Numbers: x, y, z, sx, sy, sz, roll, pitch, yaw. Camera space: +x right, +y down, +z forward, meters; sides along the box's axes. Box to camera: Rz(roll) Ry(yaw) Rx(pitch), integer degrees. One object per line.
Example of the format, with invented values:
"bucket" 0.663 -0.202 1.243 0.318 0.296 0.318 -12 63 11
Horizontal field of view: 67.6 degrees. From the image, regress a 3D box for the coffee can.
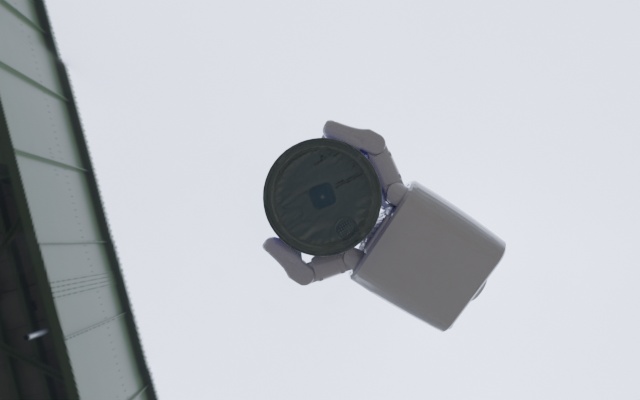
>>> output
"coffee can" 0.000 0.002 0.477 0.103 0.103 0.140 0 -4 -1
